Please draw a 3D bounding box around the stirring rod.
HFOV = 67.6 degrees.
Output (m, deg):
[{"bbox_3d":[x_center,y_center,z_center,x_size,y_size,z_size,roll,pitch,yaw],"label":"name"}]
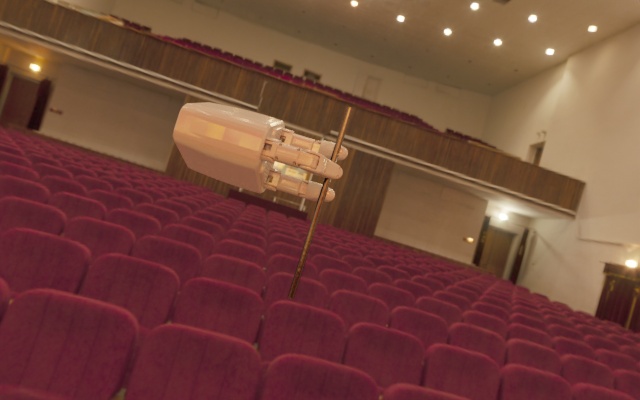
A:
[{"bbox_3d":[0.000,0.002,0.576,0.011,0.239,0.011,17,-3,1],"label":"stirring rod"}]
